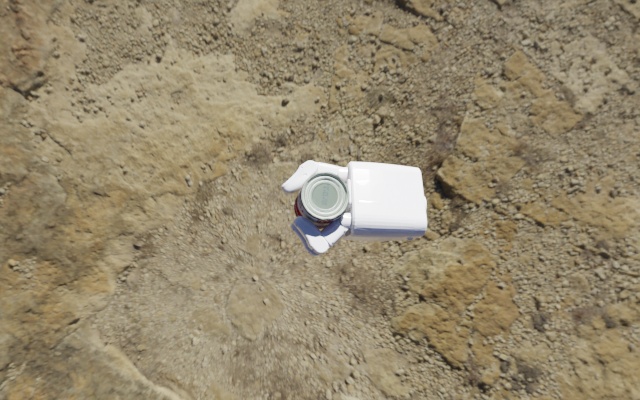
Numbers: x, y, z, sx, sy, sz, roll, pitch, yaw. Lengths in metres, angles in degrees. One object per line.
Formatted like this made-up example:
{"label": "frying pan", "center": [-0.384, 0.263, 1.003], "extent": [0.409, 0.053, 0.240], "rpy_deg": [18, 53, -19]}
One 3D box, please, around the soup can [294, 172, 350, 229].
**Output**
{"label": "soup can", "center": [0.000, 0.002, 0.678], "extent": [0.068, 0.068, 0.102], "rpy_deg": [0, -9, -8]}
